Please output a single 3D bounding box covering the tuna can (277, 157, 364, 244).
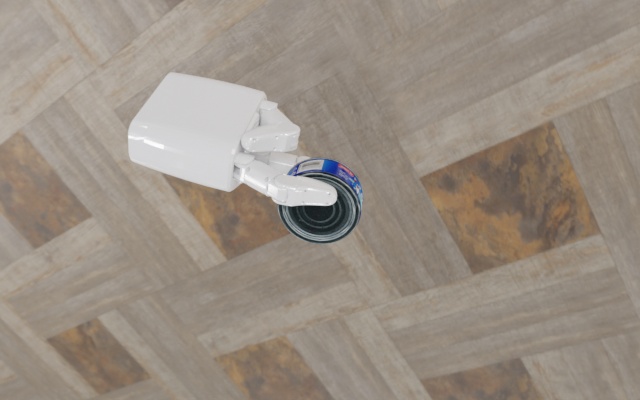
[{"bbox_3d":[0.000,0.002,0.484,0.086,0.086,0.033,0,30,9],"label":"tuna can"}]
